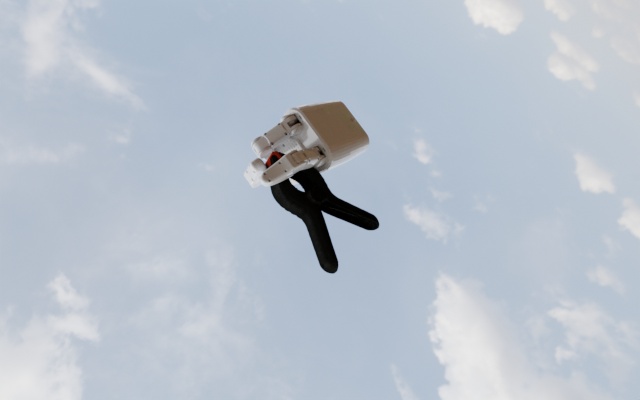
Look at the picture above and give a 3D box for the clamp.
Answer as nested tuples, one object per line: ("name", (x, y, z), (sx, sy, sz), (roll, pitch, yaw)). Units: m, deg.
("clamp", (0.000, 0.002, 0.620), (0.120, 0.171, 0.039), (-26, -13, -48))
